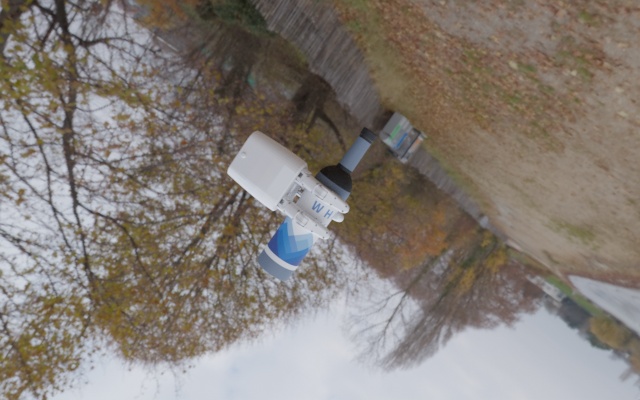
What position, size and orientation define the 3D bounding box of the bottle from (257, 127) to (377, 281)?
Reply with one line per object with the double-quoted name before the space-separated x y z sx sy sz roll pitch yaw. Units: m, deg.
"bottle" 0.000 0.003 0.822 0.069 0.296 0.069 35 8 -6
